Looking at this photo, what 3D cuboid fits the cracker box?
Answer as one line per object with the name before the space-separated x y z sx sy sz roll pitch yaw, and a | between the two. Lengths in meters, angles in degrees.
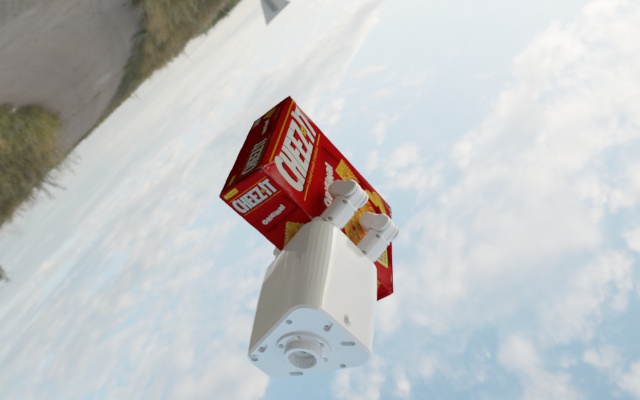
cracker box | 0.000 0.002 0.565 0.072 0.214 0.164 -31 27 27
